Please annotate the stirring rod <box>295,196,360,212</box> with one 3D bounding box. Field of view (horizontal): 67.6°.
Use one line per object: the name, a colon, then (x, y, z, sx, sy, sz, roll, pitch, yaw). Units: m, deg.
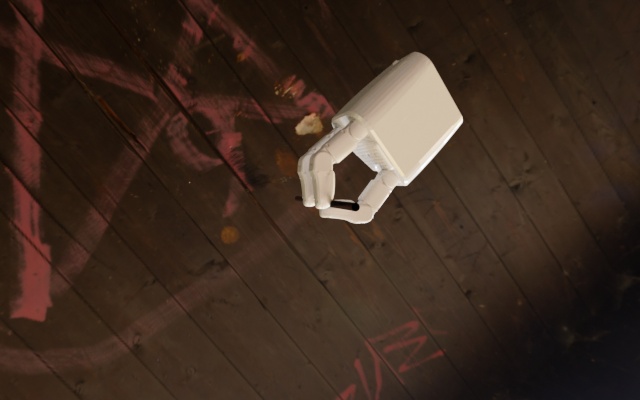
stirring rod: (0.000, 0.002, 0.548, 0.011, 0.011, 0.239, 0, 2, -15)
